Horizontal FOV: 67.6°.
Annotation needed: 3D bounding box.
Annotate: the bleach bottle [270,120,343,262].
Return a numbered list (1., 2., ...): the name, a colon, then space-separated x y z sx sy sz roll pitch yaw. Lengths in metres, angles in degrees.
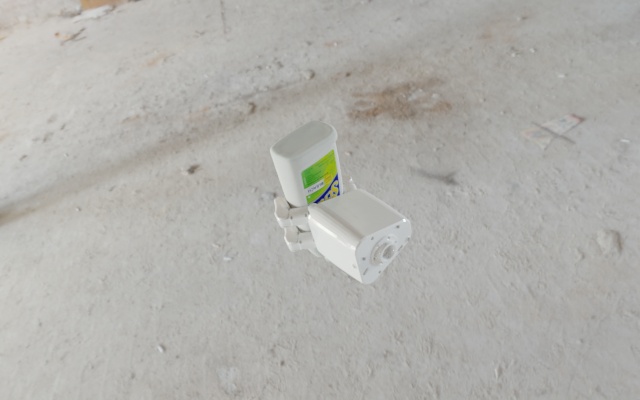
1. bleach bottle: 0.000 0.003 0.774 0.102 0.251 0.068 -36 43 -21
